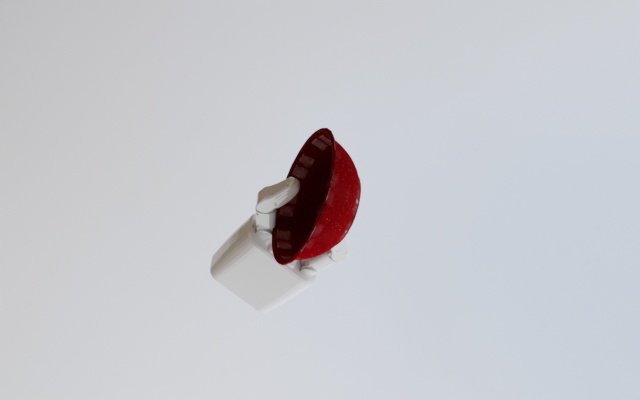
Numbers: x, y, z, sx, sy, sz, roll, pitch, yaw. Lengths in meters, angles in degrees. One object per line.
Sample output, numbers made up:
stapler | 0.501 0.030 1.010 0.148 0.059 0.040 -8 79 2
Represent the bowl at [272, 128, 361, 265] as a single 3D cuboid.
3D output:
bowl | 0.001 0.001 0.545 0.055 0.162 0.162 19 -7 -20
